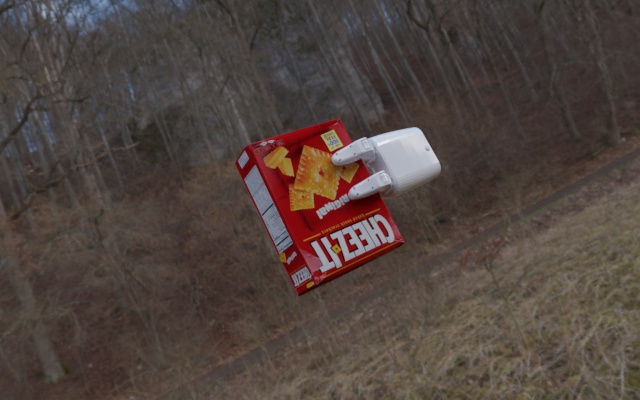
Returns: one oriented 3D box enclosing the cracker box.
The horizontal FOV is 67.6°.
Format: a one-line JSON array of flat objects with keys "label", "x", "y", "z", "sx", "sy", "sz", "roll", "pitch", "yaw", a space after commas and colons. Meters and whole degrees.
[{"label": "cracker box", "x": 0.000, "y": 0.002, "z": 0.684, "sx": 0.164, "sy": 0.213, "sz": 0.072, "roll": -21, "pitch": -12, "yaw": -32}]
